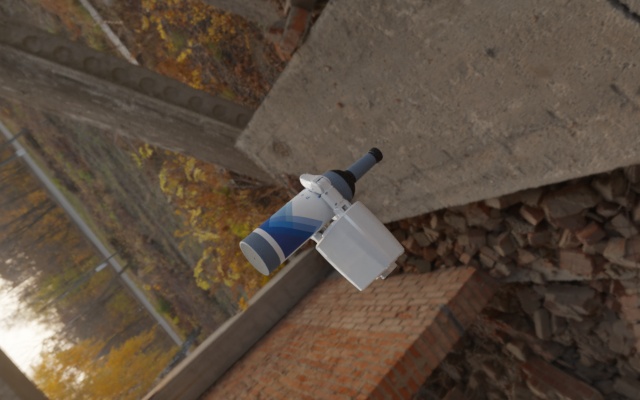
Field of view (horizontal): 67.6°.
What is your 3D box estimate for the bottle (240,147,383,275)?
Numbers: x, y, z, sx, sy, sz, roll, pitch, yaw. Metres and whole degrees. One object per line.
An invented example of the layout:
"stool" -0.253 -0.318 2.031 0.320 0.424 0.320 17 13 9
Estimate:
"bottle" 0.000 0.003 0.789 0.295 0.069 0.069 -40 20 -25
